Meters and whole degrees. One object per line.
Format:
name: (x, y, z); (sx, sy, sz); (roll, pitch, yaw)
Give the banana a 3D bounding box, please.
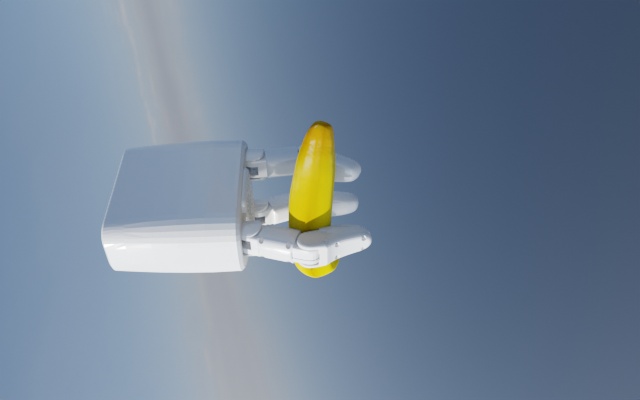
banana: (-0.004, 0.019, 0.413); (0.037, 0.069, 0.198); (10, -31, 11)
